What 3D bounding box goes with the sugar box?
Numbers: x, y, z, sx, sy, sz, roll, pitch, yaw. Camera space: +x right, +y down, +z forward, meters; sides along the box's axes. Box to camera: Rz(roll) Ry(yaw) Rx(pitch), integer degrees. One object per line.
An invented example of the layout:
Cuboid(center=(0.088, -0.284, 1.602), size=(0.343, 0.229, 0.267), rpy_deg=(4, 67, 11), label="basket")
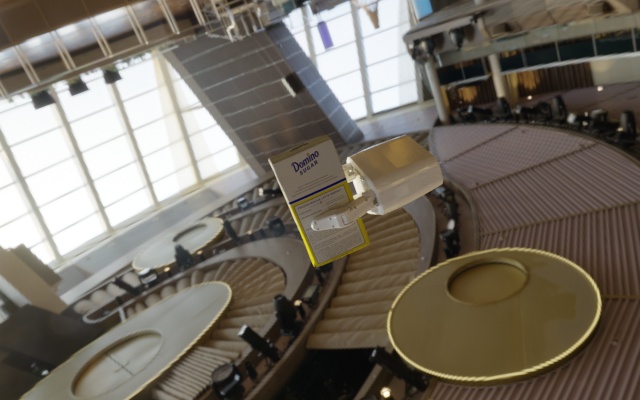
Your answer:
Cuboid(center=(0.000, 0.002, 0.700), size=(0.093, 0.176, 0.048), rpy_deg=(-23, 19, -6), label="sugar box")
